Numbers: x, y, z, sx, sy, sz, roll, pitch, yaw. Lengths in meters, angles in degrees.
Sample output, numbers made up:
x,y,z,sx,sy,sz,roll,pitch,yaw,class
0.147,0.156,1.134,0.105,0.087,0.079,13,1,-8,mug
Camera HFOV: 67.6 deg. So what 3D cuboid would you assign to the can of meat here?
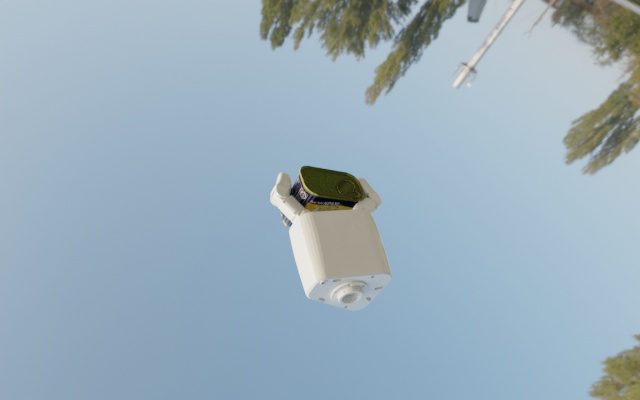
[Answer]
x,y,z,sx,sy,sz,roll,pitch,yaw,class
0.000,0.002,0.706,0.102,0.057,0.084,7,-46,-30,can of meat
